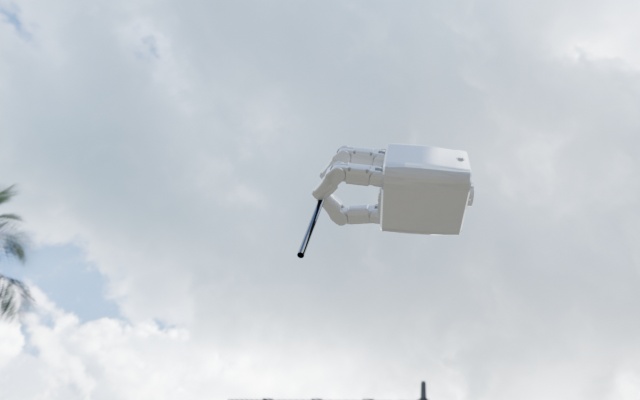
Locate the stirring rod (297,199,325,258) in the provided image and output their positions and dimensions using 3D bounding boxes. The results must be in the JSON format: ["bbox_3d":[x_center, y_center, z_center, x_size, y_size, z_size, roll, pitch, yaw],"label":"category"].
[{"bbox_3d":[0.000,0.002,0.620,0.011,0.011,0.239,0,28,12],"label":"stirring rod"}]
